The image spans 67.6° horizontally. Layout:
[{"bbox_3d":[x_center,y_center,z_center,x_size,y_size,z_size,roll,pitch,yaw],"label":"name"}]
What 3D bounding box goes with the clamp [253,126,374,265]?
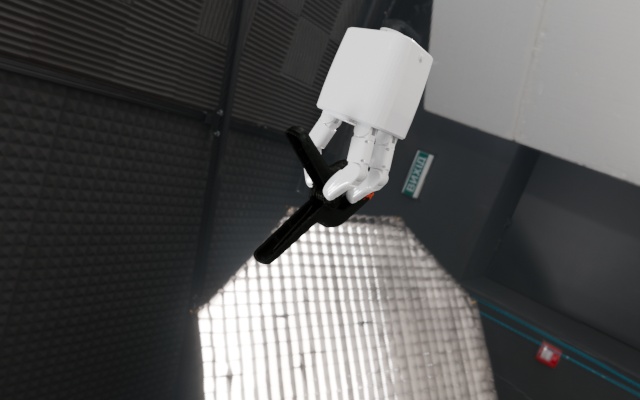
[{"bbox_3d":[0.000,0.002,0.611,0.036,0.164,0.210,26,11,32],"label":"clamp"}]
